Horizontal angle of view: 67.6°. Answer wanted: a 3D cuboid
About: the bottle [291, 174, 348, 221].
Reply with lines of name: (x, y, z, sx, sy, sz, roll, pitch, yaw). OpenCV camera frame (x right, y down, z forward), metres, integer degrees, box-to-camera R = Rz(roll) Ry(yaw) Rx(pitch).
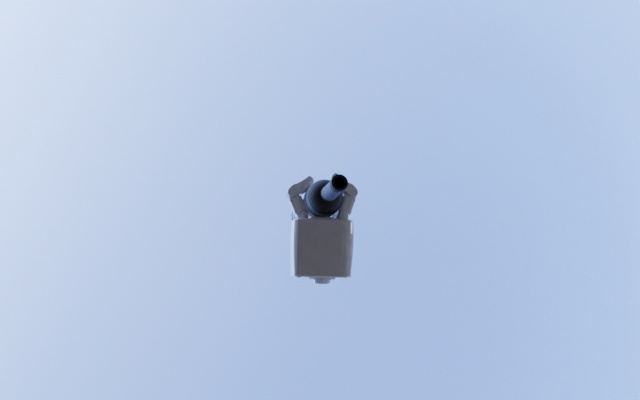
bottle: (0.000, 0.003, 0.897, 0.069, 0.069, 0.296, 0, -12, -12)
